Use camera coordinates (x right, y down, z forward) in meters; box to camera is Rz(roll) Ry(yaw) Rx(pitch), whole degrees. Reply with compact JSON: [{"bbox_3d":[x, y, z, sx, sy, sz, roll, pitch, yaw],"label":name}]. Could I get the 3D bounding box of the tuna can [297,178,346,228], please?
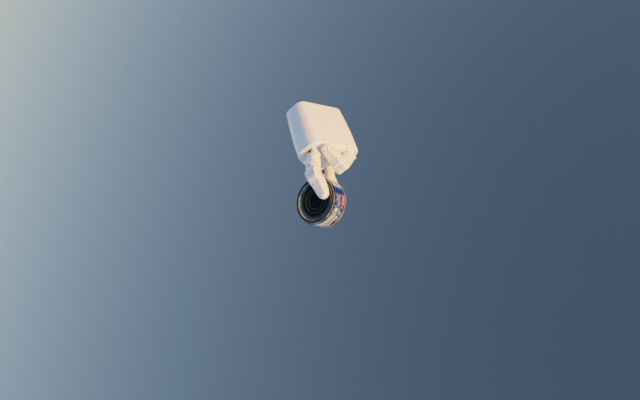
[{"bbox_3d":[0.000,0.003,0.831,0.086,0.086,0.034,0,-12,37],"label":"tuna can"}]
